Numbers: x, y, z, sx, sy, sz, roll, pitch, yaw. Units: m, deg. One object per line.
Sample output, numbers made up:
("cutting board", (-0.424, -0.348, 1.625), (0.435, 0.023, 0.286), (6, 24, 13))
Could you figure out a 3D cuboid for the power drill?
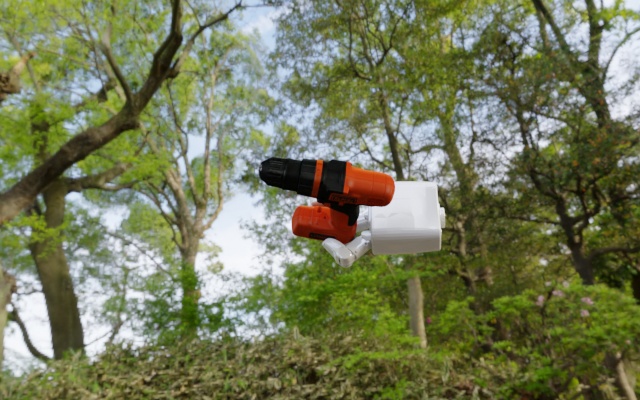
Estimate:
("power drill", (0.000, 0.002, 0.702), (0.184, 0.057, 0.188), (11, -24, -3))
